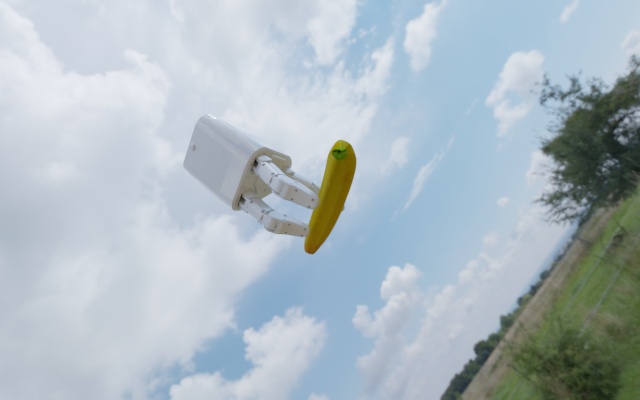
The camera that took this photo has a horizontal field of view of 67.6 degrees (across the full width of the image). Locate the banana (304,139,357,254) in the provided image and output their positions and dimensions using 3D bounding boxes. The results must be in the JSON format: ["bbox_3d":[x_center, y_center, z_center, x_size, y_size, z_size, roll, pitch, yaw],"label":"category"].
[{"bbox_3d":[0.012,-0.010,0.612,0.037,0.198,0.069,33,50,18],"label":"banana"}]
